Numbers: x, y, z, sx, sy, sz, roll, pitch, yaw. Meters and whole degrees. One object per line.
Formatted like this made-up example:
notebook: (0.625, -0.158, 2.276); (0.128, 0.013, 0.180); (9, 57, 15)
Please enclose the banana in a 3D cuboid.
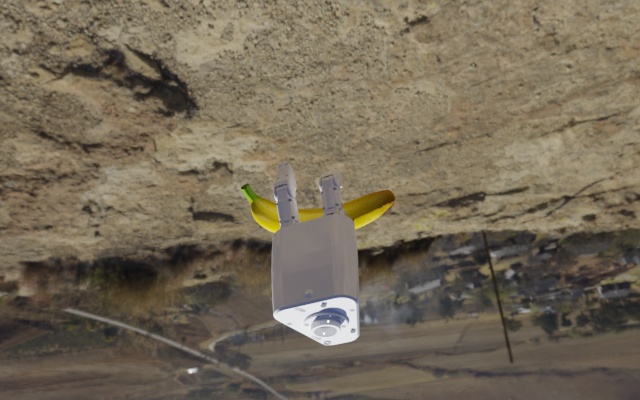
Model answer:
banana: (-0.004, 0.017, 0.620); (0.198, 0.070, 0.037); (2, 36, 0)
